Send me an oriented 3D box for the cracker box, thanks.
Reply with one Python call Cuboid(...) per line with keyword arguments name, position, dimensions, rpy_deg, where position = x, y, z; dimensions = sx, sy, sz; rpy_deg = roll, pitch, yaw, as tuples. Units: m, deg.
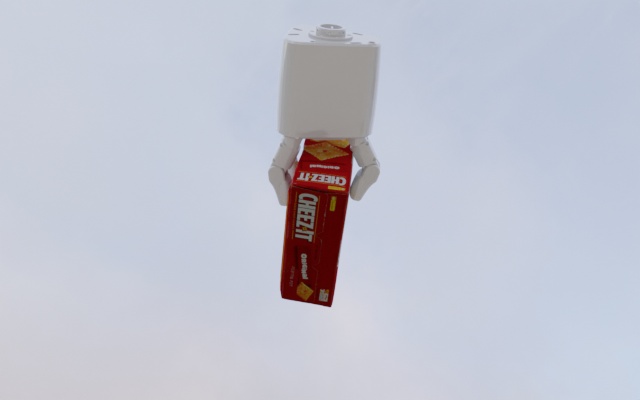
Cuboid(name="cracker box", position=(0.000, 0.002, 0.620), dimensions=(0.072, 0.164, 0.213), rpy_deg=(8, 31, 3))
